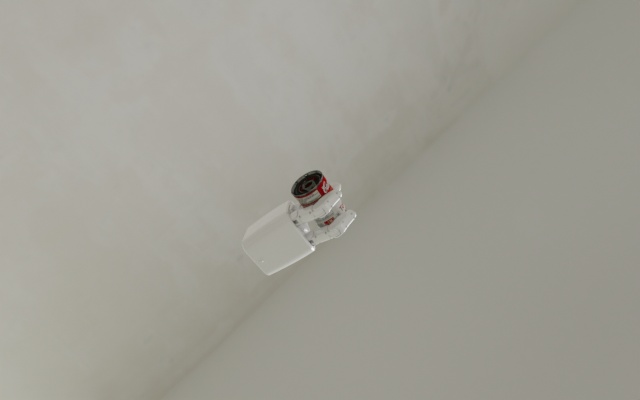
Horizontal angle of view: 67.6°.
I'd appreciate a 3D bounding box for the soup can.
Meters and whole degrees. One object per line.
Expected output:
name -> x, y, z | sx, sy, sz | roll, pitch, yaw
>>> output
soup can -> 0.001, 0.003, 0.899 | 0.068, 0.068, 0.102 | 0, -44, 46
